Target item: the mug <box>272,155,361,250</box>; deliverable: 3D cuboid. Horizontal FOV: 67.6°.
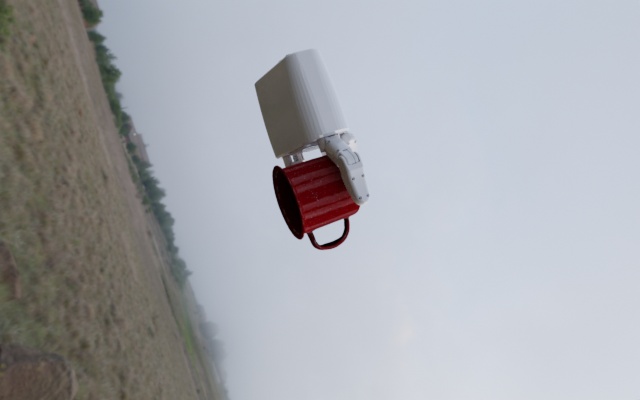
[{"bbox_3d":[0.001,0.003,0.579,0.081,0.117,0.093,-19,1,-18],"label":"mug"}]
